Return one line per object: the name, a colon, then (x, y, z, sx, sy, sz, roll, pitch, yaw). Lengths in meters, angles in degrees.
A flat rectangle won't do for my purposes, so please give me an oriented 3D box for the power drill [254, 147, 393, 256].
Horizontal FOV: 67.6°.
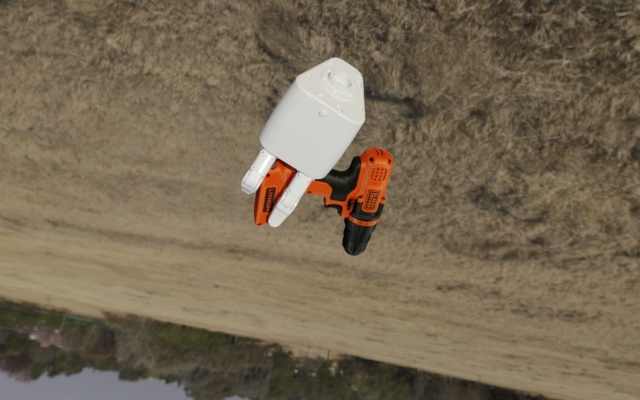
power drill: (0.000, 0.002, 0.695, 0.187, 0.184, 0.057, 3, 33, -13)
